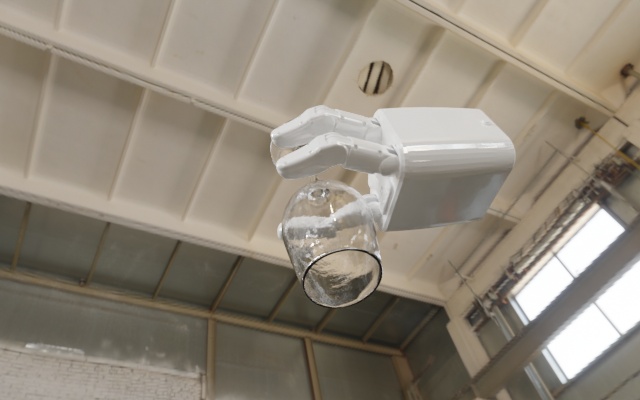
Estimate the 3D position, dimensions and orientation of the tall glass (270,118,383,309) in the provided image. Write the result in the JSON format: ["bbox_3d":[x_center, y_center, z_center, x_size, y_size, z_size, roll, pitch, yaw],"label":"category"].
[{"bbox_3d":[0.000,0.001,0.433,0.079,0.079,0.201,0,36,-12],"label":"tall glass"}]
